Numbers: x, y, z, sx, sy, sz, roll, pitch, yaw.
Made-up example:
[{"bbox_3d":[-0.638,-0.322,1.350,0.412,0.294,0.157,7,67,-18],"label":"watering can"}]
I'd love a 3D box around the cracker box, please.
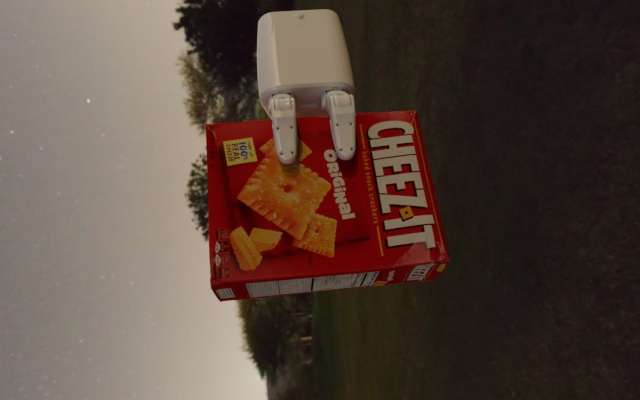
[{"bbox_3d":[0.000,0.002,0.466,0.214,0.164,0.072,-5,-23,-5],"label":"cracker box"}]
